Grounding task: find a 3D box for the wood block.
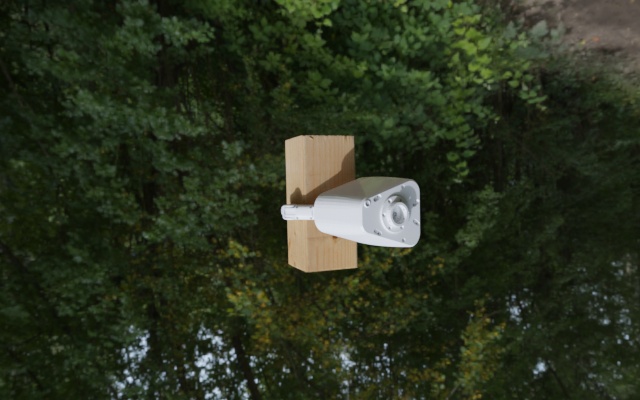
[{"bbox_3d":[0.000,0.003,0.767,0.091,0.206,0.090,-2,2,-21],"label":"wood block"}]
